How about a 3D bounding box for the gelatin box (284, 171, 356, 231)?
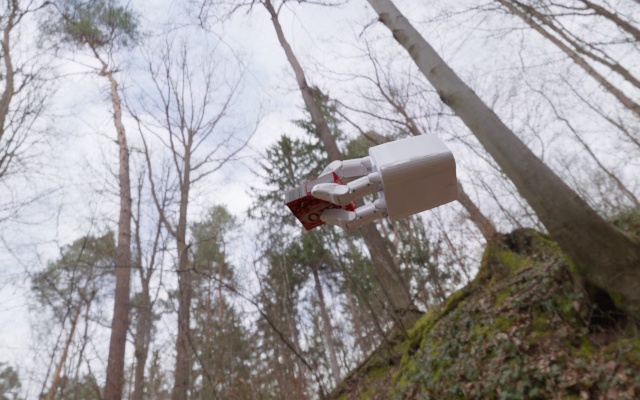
[{"bbox_3d":[0.000,0.002,0.734,0.089,0.030,0.073,-22,-45,15],"label":"gelatin box"}]
